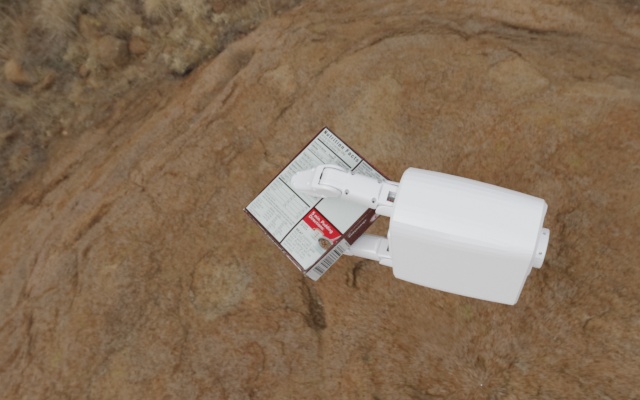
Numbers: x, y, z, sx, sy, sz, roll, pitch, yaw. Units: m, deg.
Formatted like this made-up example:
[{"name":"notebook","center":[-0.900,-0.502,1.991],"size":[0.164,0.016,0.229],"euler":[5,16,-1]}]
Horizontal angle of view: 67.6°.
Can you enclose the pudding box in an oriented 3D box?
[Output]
[{"name":"pudding box","center":[0.000,0.001,0.436],"size":[0.090,0.113,0.039],"euler":[44,-5,23]}]
